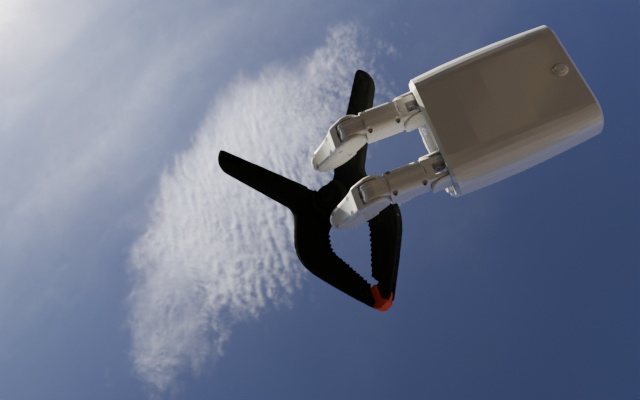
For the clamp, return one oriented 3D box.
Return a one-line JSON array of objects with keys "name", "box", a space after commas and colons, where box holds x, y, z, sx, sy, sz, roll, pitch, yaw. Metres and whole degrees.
[{"name": "clamp", "box": [0.001, 0.002, 0.418, 0.164, 0.210, 0.036, -23, -22, 11]}]
